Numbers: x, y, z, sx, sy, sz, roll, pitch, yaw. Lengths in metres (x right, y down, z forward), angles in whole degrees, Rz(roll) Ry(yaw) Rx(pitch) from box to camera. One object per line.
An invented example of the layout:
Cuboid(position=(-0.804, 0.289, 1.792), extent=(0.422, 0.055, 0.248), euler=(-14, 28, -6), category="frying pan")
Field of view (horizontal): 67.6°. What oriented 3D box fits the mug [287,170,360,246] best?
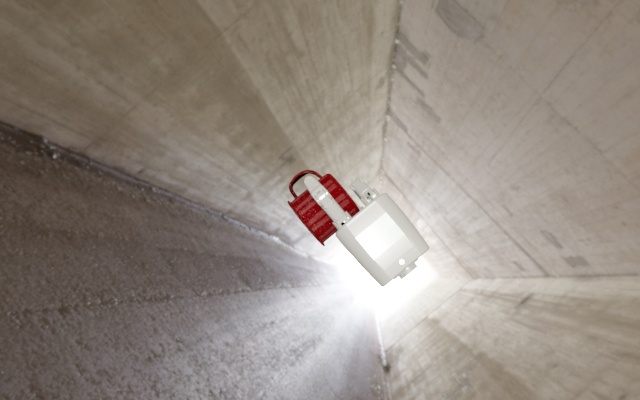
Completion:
Cuboid(position=(-0.001, 0.001, 0.759), extent=(0.081, 0.117, 0.093), euler=(-39, -10, 0), category="mug")
